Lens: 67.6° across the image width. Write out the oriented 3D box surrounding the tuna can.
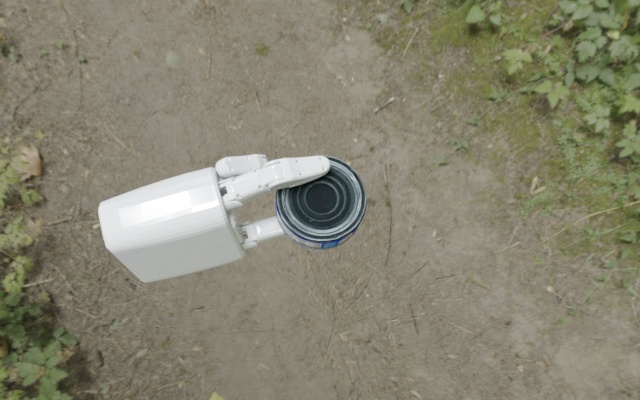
[{"bbox_3d":[0.000,0.001,0.450,0.086,0.086,0.034,0,-17,-4],"label":"tuna can"}]
